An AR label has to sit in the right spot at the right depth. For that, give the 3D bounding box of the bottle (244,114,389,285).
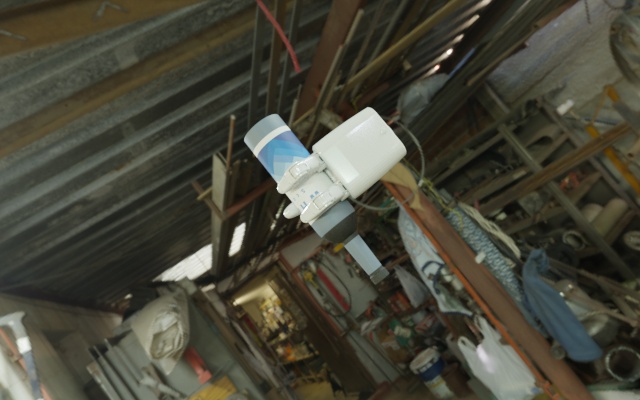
[{"bbox_3d":[0.000,0.002,0.722,0.069,0.295,0.069,-38,-6,-5],"label":"bottle"}]
